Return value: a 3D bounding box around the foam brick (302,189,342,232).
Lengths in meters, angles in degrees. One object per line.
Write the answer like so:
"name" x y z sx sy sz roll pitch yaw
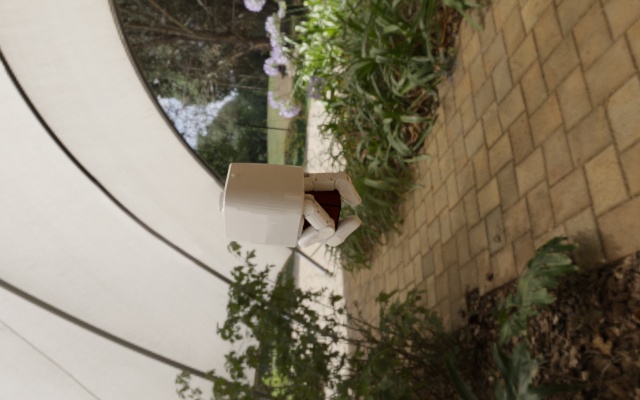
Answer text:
"foam brick" 0.000 0.002 0.713 0.051 0.053 0.078 5 36 -6
